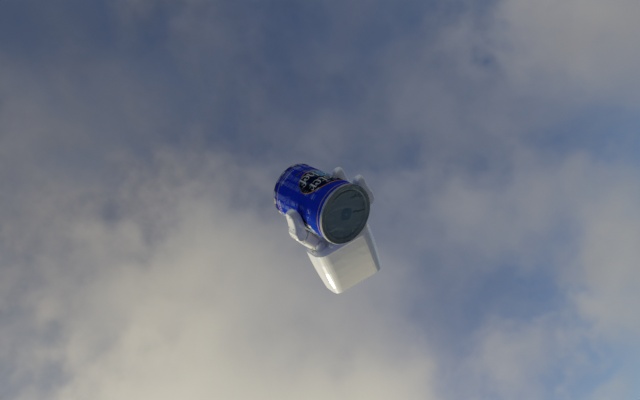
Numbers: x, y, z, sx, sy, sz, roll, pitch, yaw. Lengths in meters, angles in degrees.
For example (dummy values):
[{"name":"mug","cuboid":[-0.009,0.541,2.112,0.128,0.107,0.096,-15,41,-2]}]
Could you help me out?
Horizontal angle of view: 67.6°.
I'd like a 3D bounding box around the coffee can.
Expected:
[{"name":"coffee can","cuboid":[0.000,0.003,0.816,0.103,0.103,0.140,0,17,-40]}]
